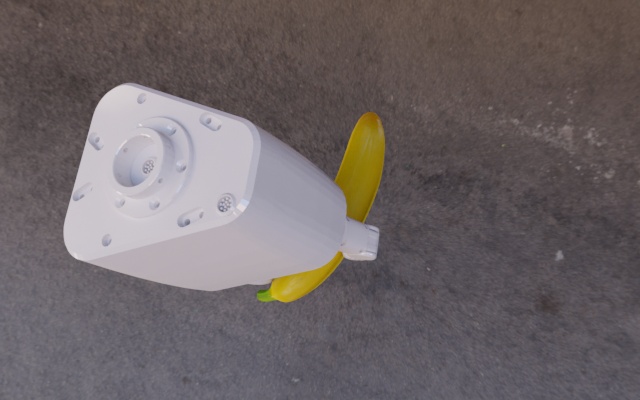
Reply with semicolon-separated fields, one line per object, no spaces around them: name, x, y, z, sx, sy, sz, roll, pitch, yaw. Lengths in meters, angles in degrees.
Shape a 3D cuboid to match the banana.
banana;0.009;0.010;0.405;0.037;0.198;0.069;36;-5;-42
